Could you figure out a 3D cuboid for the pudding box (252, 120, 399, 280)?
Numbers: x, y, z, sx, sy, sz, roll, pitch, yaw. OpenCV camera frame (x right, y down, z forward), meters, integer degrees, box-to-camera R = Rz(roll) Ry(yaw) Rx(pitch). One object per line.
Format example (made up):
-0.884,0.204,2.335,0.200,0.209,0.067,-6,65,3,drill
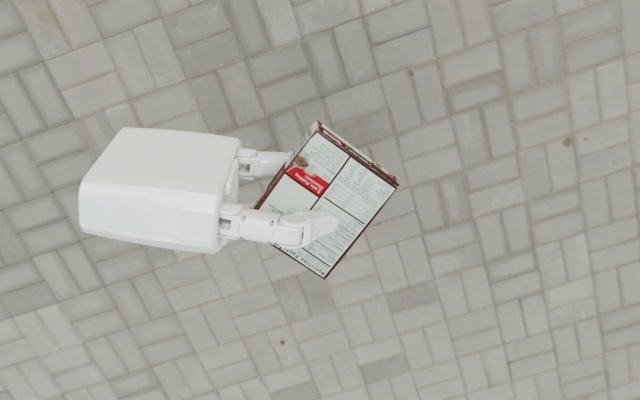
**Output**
0.000,0.001,0.424,0.090,0.113,0.039,34,17,-11,pudding box
